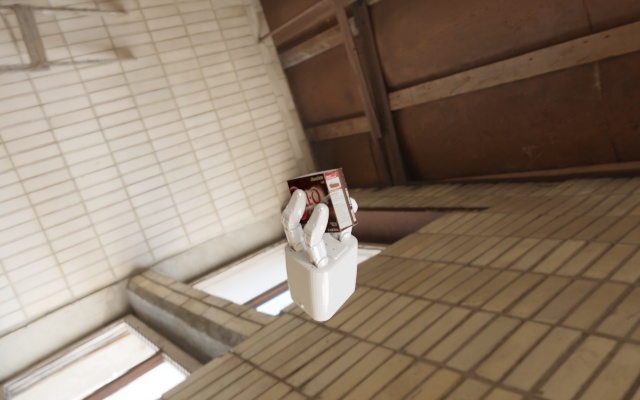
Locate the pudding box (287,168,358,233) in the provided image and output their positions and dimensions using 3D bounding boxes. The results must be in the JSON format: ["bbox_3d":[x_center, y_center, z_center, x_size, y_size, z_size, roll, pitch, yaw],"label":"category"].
[{"bbox_3d":[0.000,0.002,0.724,0.039,0.090,0.113,-22,8,-34],"label":"pudding box"}]
